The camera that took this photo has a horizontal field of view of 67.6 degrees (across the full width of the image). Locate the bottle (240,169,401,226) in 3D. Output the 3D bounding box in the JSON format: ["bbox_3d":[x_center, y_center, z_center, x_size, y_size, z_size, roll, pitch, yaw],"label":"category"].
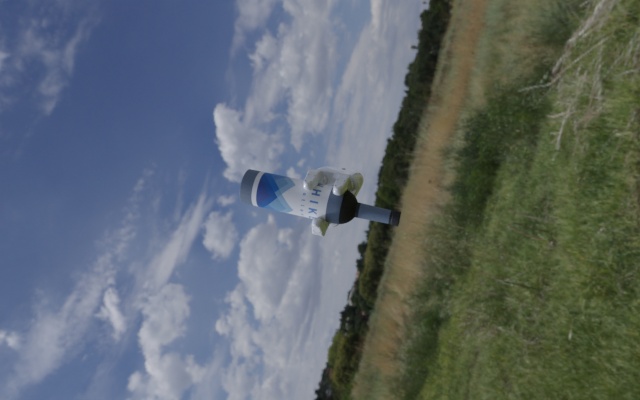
[{"bbox_3d":[0.000,0.003,0.881,0.295,0.069,0.069,12,2,11],"label":"bottle"}]
